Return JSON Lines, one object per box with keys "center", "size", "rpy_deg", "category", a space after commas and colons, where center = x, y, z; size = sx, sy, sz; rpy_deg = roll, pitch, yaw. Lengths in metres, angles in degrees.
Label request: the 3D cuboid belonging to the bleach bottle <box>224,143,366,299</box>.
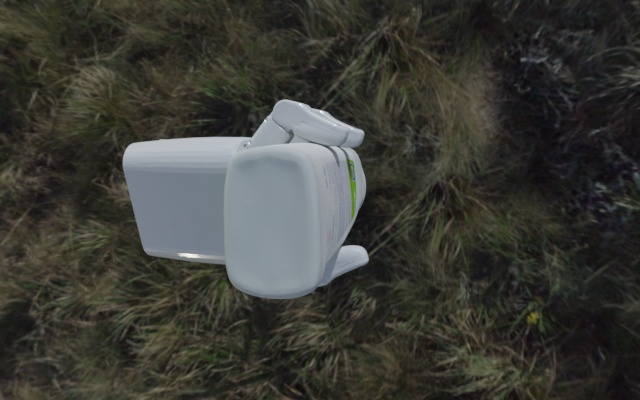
{"center": [0.000, 0.001, 0.420], "size": [0.068, 0.102, 0.251], "rpy_deg": [1, 6, 15], "category": "bleach bottle"}
